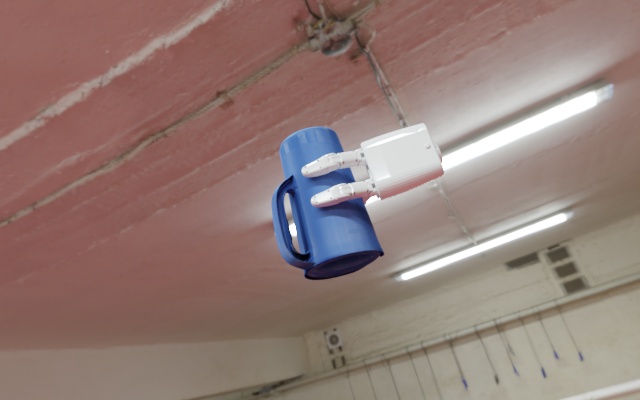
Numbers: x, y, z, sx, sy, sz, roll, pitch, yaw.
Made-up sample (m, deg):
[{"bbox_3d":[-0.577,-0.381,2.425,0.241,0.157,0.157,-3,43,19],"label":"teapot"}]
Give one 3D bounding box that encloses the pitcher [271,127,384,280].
[{"bbox_3d":[0.000,0.003,0.795,0.145,0.242,0.149,-20,-22,8],"label":"pitcher"}]
